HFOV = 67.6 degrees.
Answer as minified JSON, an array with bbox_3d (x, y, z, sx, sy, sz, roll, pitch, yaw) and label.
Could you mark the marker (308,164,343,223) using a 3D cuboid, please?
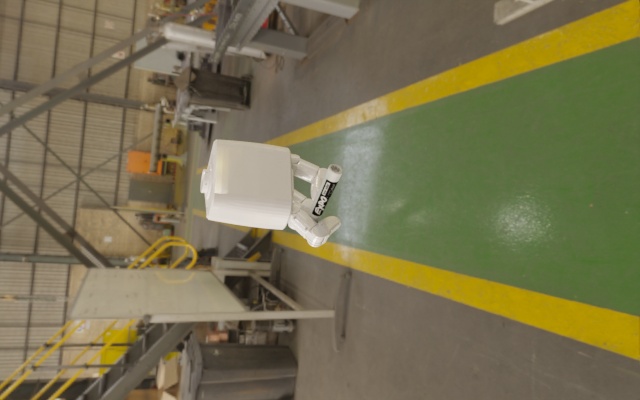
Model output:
[{"bbox_3d":[0.000,0.002,0.638,0.020,0.020,0.121,0,-44,-27],"label":"marker"}]
